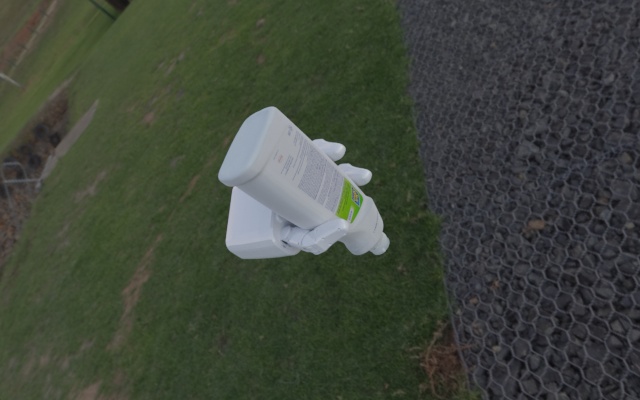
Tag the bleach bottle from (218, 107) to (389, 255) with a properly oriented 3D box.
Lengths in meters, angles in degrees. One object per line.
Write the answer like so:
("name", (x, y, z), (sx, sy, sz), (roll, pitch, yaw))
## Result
("bleach bottle", (0.000, 0.002, 0.585), (0.068, 0.102, 0.251), (-13, -42, 43))
